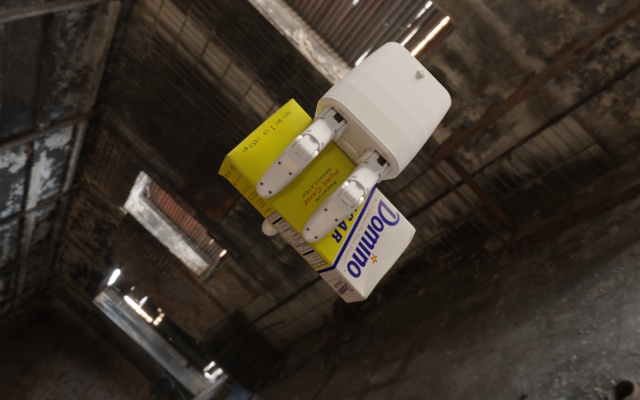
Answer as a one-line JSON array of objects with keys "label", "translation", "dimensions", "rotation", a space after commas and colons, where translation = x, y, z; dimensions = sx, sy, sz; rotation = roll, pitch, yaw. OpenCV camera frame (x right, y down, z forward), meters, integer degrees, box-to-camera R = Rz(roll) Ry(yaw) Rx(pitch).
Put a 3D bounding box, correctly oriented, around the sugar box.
[{"label": "sugar box", "translation": [0.000, 0.001, 0.448], "dimensions": [0.093, 0.176, 0.048], "rotation": [-47, 4, -27]}]
